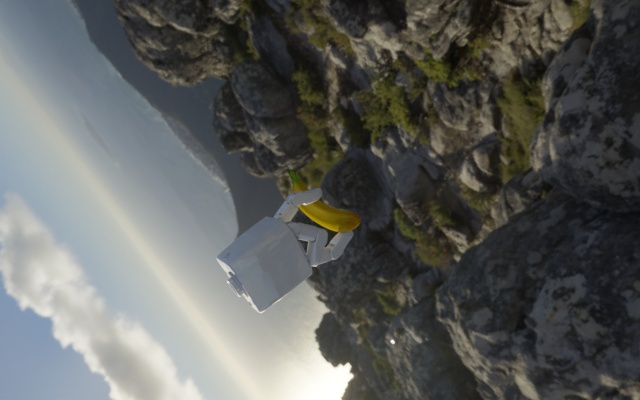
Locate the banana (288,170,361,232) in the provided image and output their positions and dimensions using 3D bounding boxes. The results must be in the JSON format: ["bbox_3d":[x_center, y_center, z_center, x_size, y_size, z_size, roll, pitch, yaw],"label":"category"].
[{"bbox_3d":[0.003,0.014,0.833,0.037,0.070,0.197,-38,45,-20],"label":"banana"}]
